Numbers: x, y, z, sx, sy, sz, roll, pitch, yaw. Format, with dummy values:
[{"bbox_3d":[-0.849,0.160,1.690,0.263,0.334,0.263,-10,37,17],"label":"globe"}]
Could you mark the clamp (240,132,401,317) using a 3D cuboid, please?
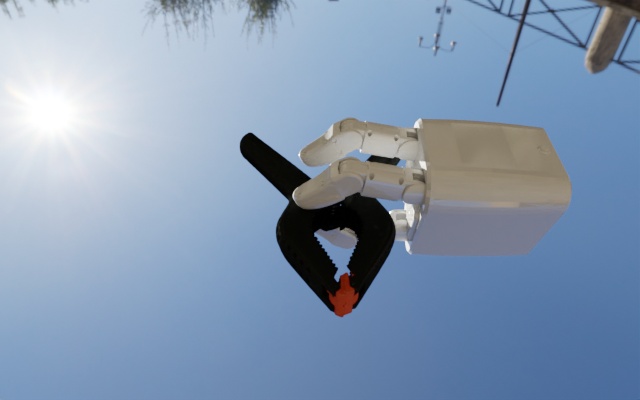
[{"bbox_3d":[0.000,0.002,0.406,0.164,0.036,0.209,2,42,2],"label":"clamp"}]
